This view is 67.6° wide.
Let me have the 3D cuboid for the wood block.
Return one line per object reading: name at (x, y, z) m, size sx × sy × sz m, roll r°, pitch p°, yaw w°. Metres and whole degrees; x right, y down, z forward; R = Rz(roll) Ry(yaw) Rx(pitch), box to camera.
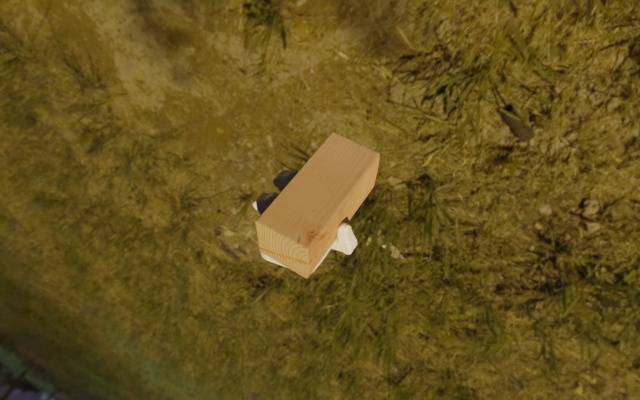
wood block at (0.000, 0.003, 0.736) m, size 0.091 × 0.206 × 0.090 m, roll 28°, pitch -32°, yaw 16°
